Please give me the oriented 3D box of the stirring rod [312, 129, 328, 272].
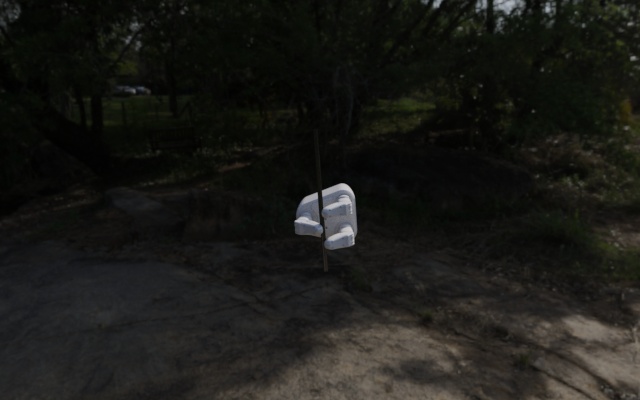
[{"bbox_3d":[0.000,0.003,0.793,0.011,0.239,0.011,-4,11,1],"label":"stirring rod"}]
